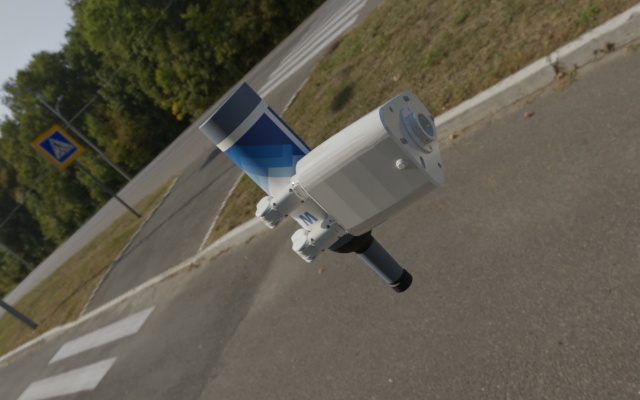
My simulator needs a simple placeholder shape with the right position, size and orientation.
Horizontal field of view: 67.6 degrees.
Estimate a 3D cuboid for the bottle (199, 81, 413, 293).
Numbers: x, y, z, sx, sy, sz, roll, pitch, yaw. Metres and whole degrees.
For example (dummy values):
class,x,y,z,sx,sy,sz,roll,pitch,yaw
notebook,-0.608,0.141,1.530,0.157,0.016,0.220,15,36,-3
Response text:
class,x,y,z,sx,sy,sz,roll,pitch,yaw
bottle,0.000,0.002,0.525,0.296,0.069,0.069,45,-17,-18
